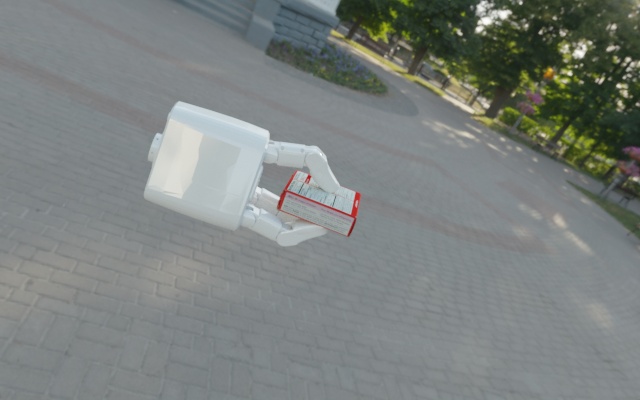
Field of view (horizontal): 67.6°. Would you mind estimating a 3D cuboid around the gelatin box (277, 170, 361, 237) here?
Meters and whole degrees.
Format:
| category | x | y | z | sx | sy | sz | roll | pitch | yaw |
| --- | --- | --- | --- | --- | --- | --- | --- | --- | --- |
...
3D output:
| category | x | y | z | sx | sy | sz | roll | pitch | yaw |
| --- | --- | --- | --- | --- | --- | --- | --- | --- | --- |
| gelatin box | 0.001 | 0.002 | 0.559 | 0.089 | 0.030 | 0.073 | 20 | 23 | 0 |
